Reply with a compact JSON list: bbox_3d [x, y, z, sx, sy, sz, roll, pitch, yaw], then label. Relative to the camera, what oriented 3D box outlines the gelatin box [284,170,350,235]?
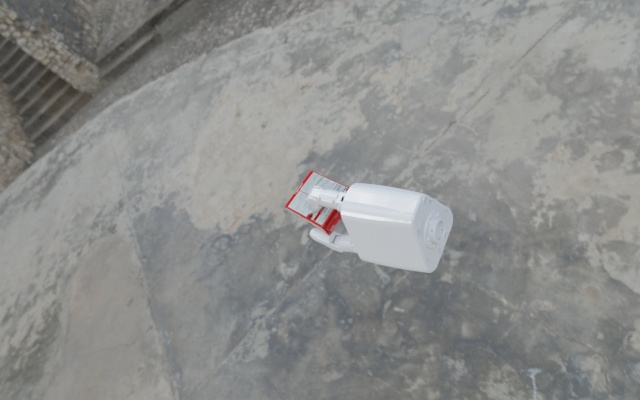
[{"bbox_3d":[0.000,0.002,0.725,0.089,0.073,0.030,27,-13,40],"label":"gelatin box"}]
